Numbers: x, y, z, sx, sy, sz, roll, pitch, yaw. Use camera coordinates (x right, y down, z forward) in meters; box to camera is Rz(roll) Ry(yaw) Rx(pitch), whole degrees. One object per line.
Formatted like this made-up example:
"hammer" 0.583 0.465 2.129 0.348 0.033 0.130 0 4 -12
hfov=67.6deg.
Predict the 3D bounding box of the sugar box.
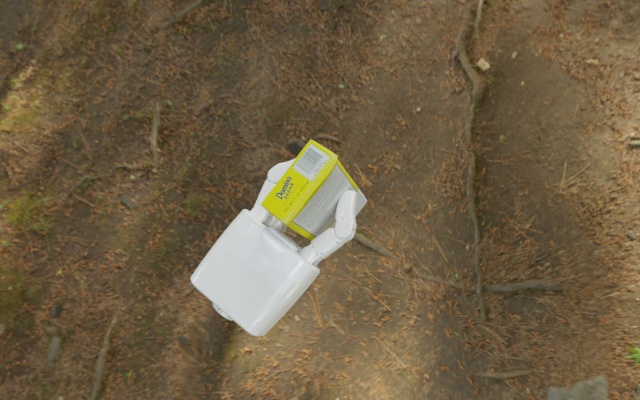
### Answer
"sugar box" 0.000 0.002 0.589 0.048 0.093 0.176 37 -3 20
